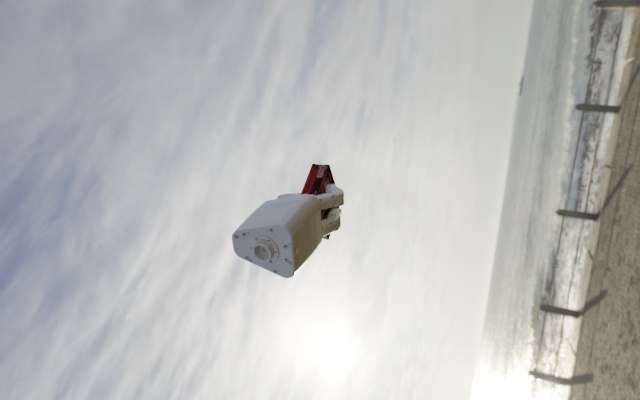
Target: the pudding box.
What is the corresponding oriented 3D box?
[{"bbox_3d":[0.000,0.003,0.860,0.039,0.090,0.114,8,-35,19],"label":"pudding box"}]
